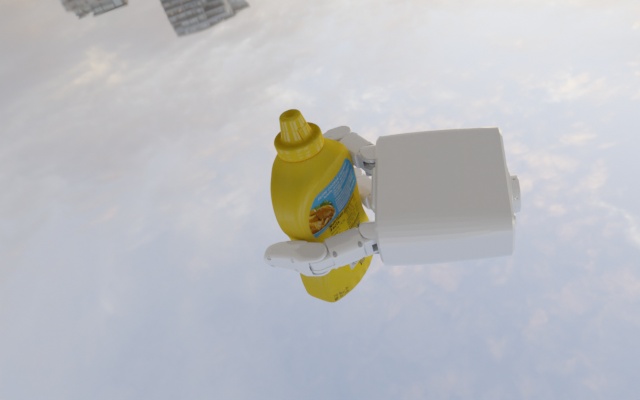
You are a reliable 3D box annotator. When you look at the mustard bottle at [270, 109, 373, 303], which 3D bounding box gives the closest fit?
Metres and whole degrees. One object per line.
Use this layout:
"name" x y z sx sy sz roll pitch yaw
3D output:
"mustard bottle" 0.000 0.002 0.439 0.058 0.192 0.096 14 50 33
